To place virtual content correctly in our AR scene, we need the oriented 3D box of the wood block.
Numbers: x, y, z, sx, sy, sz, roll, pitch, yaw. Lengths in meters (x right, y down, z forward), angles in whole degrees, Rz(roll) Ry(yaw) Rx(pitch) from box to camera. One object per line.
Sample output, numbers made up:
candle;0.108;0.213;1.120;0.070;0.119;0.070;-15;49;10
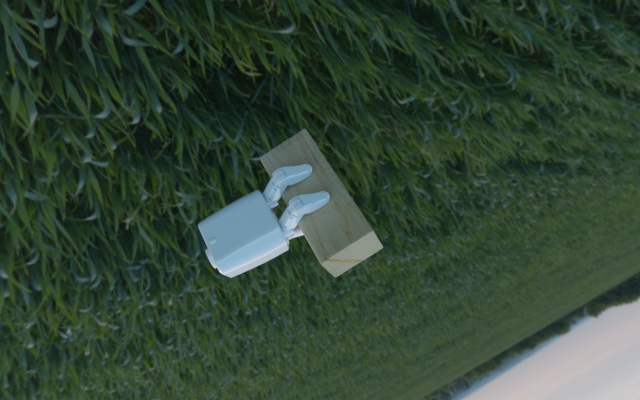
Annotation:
wood block;0.000;0.003;0.744;0.090;0.206;0.091;-33;-27;2
